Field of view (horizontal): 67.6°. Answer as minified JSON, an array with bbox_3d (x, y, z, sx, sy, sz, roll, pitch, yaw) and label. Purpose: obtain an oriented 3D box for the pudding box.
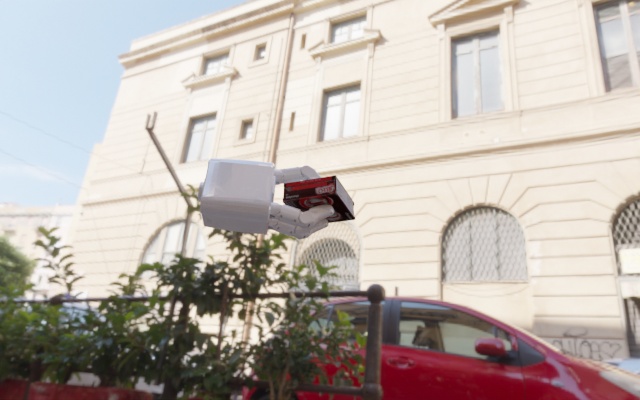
[{"bbox_3d":[0.000,0.002,0.786,0.090,0.039,0.113,-7,-23,18],"label":"pudding box"}]
